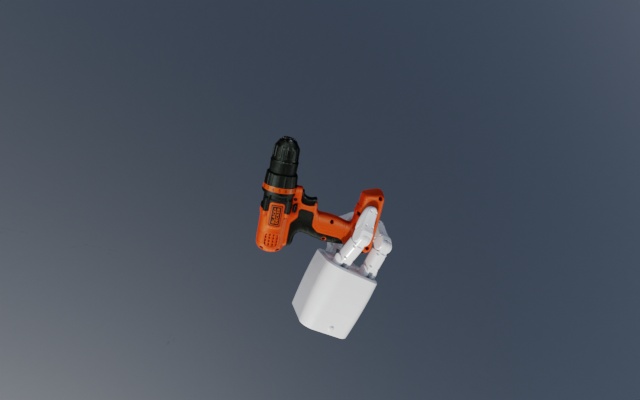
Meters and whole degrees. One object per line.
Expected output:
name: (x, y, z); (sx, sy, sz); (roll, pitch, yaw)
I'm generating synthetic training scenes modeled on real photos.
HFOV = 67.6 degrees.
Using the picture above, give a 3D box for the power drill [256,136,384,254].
power drill: (0.001, 0.003, 0.751); (0.187, 0.184, 0.057); (10, 18, -7)
